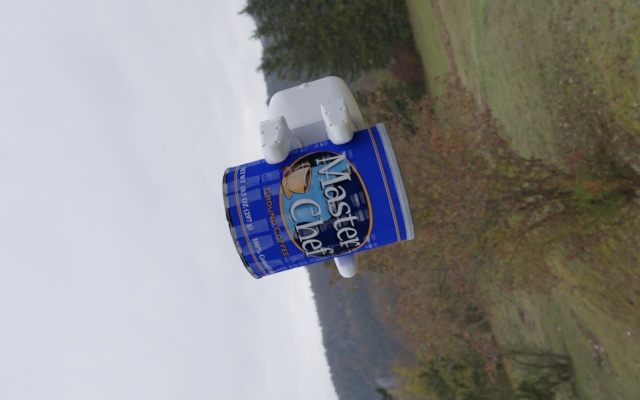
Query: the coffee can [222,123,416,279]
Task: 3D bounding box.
[{"bbox_3d":[0.000,0.001,0.415,0.140,0.103,0.103,-15,-2,5],"label":"coffee can"}]
